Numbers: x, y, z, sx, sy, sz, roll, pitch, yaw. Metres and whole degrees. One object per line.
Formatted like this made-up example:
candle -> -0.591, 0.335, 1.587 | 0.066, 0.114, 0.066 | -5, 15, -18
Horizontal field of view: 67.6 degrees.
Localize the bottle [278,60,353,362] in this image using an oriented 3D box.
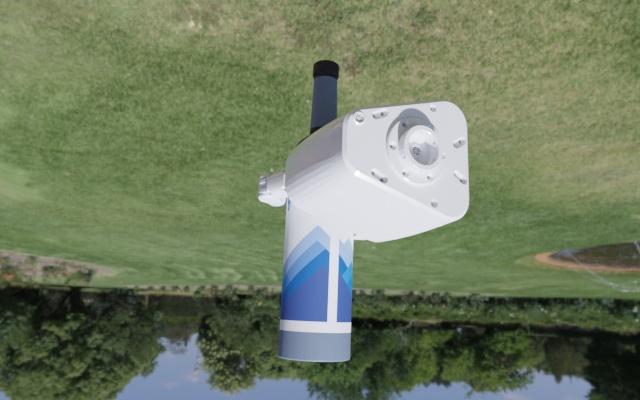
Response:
bottle -> 0.000, 0.002, 0.472 | 0.069, 0.295, 0.069 | 2, -12, 1
